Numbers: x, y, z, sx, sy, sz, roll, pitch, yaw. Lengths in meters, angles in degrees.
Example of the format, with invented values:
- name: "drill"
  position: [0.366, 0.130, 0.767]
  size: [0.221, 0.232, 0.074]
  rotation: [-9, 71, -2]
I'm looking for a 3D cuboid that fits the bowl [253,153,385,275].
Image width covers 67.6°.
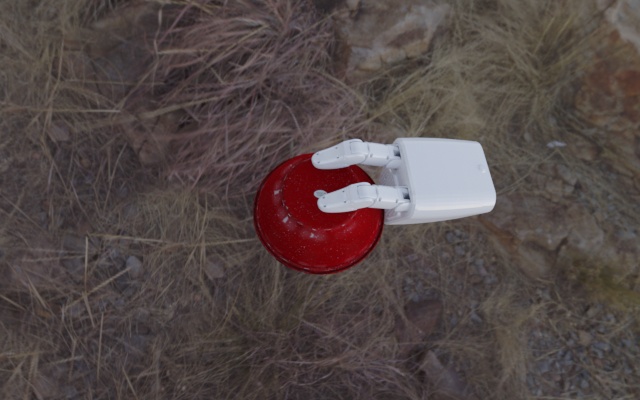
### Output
- name: "bowl"
  position: [-0.001, 0.002, 0.560]
  size: [0.162, 0.162, 0.055]
  rotation: [0, -24, -4]
